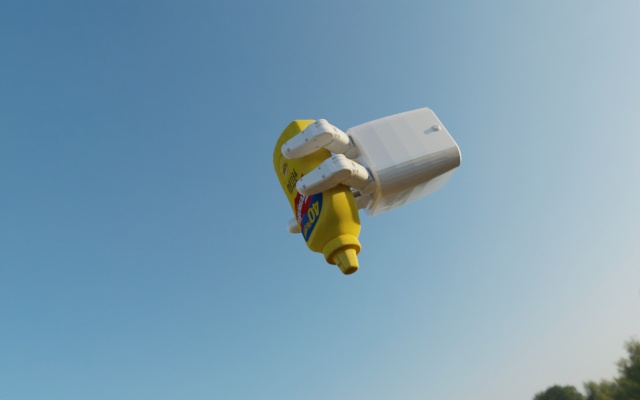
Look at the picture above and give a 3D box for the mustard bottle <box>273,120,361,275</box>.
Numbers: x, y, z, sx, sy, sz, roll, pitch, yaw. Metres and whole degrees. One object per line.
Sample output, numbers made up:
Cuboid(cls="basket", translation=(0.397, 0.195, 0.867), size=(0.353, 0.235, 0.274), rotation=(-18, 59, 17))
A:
Cuboid(cls="mustard bottle", translation=(0.000, 0.002, 0.554), size=(0.058, 0.191, 0.096), rotation=(-4, -39, -28))
